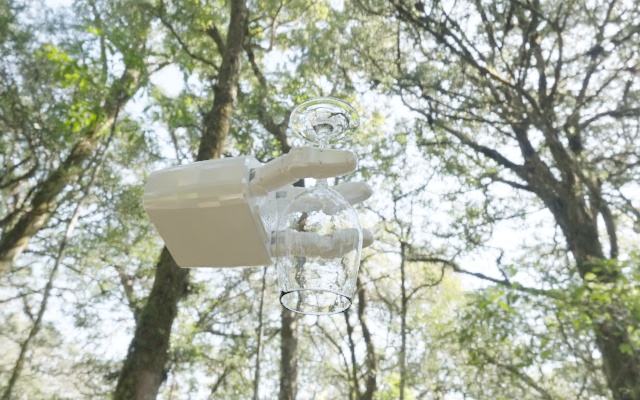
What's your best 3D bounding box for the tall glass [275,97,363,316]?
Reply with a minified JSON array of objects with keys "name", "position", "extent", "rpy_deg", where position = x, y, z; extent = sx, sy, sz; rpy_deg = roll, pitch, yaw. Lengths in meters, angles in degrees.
[{"name":"tall glass","position":[0.000,0.001,0.449],"extent":[0.079,0.201,0.079],"rpy_deg":[2,-32,1]}]
